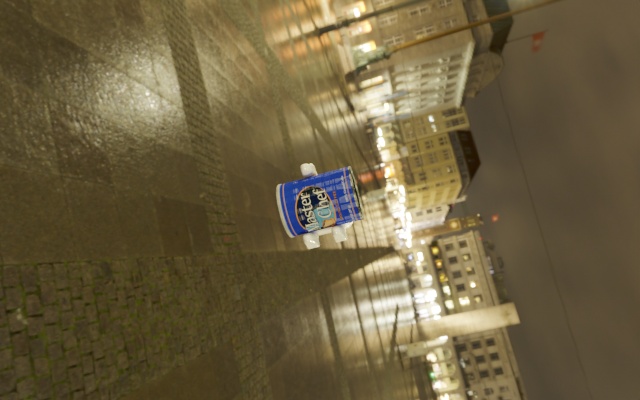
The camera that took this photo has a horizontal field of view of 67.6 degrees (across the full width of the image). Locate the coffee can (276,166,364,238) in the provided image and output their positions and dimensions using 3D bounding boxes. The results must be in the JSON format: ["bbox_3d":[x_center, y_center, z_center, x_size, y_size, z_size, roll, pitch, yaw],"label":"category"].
[{"bbox_3d":[0.000,0.003,0.885,0.140,0.103,0.103,-14,-2,8],"label":"coffee can"}]
